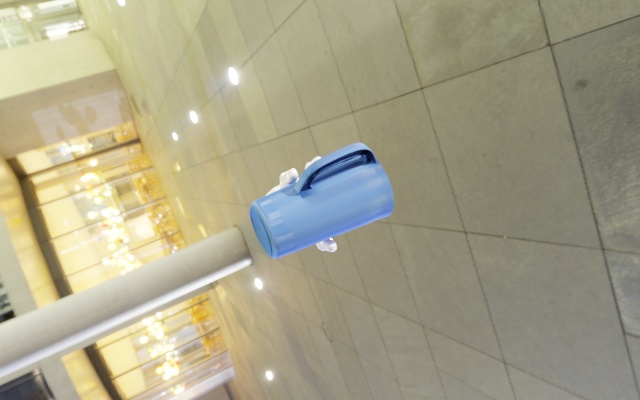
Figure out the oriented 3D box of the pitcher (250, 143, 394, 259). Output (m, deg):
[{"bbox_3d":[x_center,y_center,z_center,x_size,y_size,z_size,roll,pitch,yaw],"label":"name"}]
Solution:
[{"bbox_3d":[0.000,0.003,0.860,0.243,0.149,0.145,-23,3,-20],"label":"pitcher"}]
